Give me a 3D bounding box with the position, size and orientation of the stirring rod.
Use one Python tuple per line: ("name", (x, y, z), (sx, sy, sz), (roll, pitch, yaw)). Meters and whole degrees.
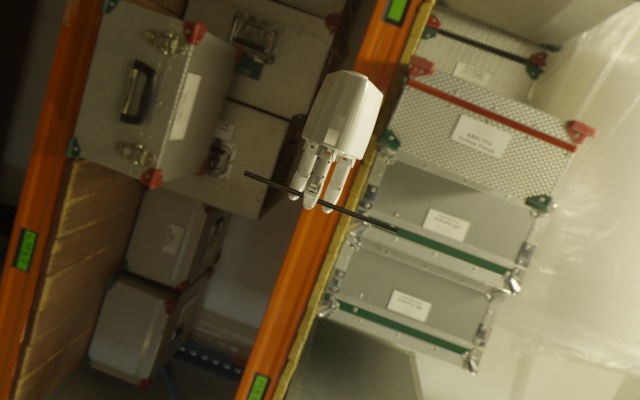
("stirring rod", (0.000, 0.002, 0.702), (0.239, 0.011, 0.011), (21, 1, 2))
